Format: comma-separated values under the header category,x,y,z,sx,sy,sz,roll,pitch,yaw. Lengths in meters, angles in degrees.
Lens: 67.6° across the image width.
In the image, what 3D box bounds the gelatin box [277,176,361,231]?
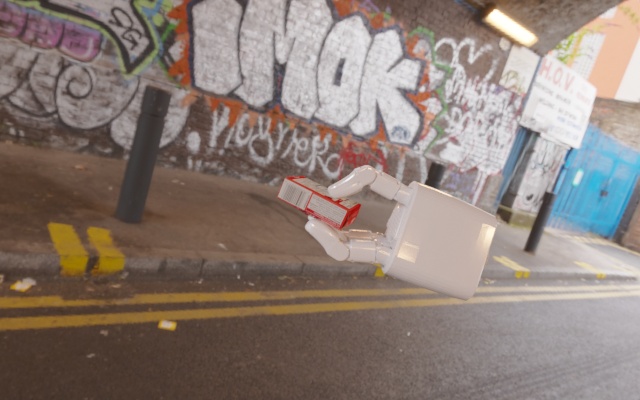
category,x,y,z,sx,sy,sz,roll,pitch,yaw
gelatin box,0.000,0.001,0.583,0.089,0.030,0.073,27,10,10
